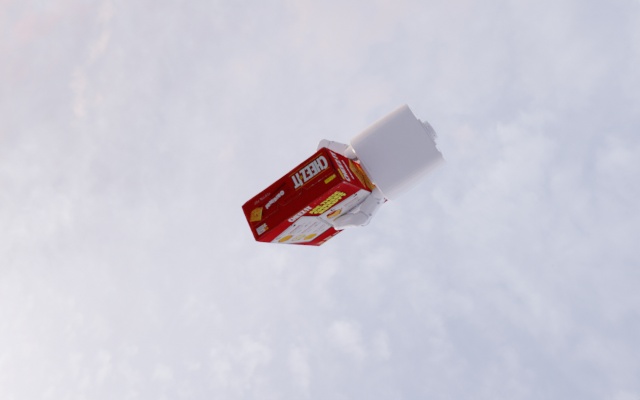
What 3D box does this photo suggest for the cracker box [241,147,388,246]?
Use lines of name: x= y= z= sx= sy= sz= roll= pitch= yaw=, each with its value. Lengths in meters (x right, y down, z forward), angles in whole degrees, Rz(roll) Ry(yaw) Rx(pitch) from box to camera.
cracker box: x=0.000 y=0.003 z=0.775 sx=0.164 sy=0.072 sz=0.214 roll=-35 pitch=-20 yaw=18
